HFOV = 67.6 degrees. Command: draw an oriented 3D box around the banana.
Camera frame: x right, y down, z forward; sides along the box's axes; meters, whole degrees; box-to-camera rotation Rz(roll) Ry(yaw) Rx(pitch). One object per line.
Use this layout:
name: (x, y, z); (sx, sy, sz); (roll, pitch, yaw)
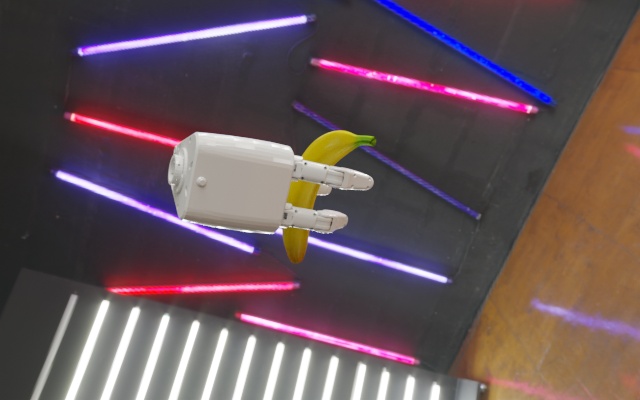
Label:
banana: (-0.010, -0.012, 0.588); (0.037, 0.198, 0.069); (-5, 43, -50)
